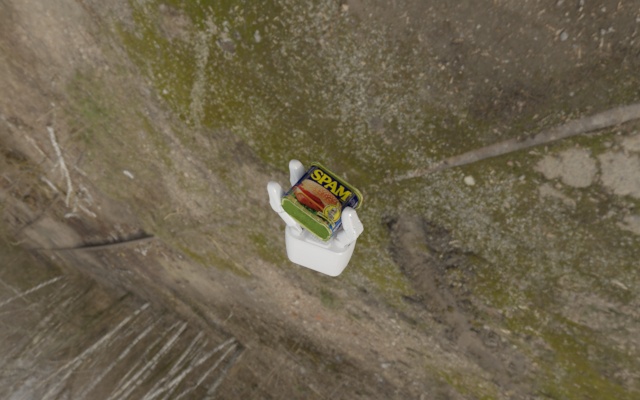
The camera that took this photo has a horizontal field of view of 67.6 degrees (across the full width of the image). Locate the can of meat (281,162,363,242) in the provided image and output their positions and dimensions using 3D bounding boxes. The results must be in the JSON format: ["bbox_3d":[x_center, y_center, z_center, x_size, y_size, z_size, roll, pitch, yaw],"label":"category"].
[{"bbox_3d":[0.000,0.003,0.748,0.102,0.084,0.057,36,-26,11],"label":"can of meat"}]
